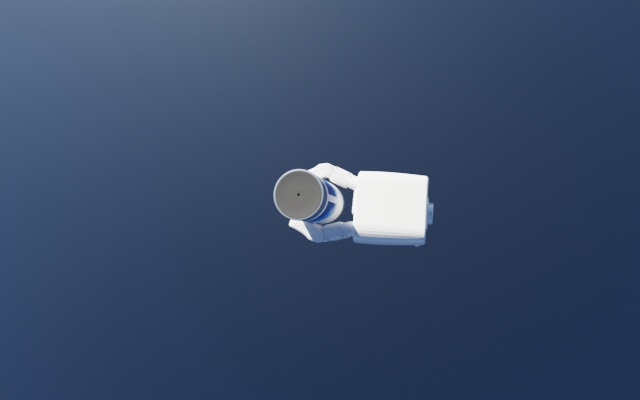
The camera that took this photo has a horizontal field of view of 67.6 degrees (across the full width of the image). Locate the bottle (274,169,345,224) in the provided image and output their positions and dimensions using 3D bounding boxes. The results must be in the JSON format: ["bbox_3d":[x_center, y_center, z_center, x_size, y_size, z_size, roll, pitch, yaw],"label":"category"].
[{"bbox_3d":[0.000,0.002,0.753,0.069,0.069,0.296,0,-4,11],"label":"bottle"}]
